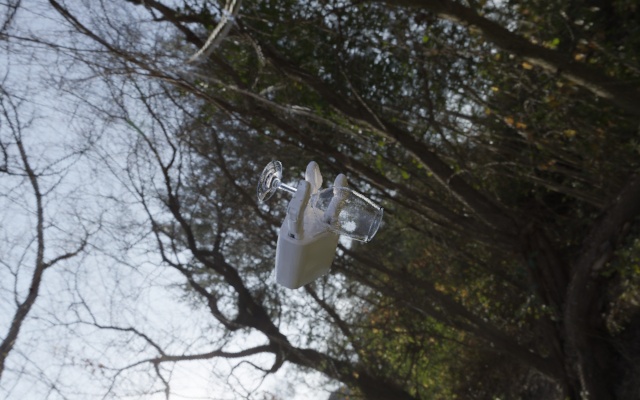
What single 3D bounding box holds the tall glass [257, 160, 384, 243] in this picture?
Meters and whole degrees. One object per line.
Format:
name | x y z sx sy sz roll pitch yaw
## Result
tall glass | 0.000 0.002 0.782 0.201 0.079 0.079 22 7 19
